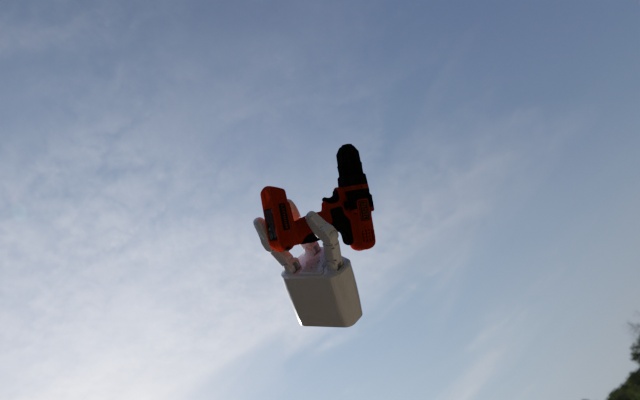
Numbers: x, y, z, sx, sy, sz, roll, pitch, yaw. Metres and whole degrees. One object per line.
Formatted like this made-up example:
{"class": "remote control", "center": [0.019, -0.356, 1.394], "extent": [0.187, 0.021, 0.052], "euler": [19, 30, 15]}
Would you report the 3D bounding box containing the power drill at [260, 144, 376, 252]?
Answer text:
{"class": "power drill", "center": [0.000, 0.003, 0.785], "extent": [0.187, 0.184, 0.057], "euler": [-9, -5, -25]}
